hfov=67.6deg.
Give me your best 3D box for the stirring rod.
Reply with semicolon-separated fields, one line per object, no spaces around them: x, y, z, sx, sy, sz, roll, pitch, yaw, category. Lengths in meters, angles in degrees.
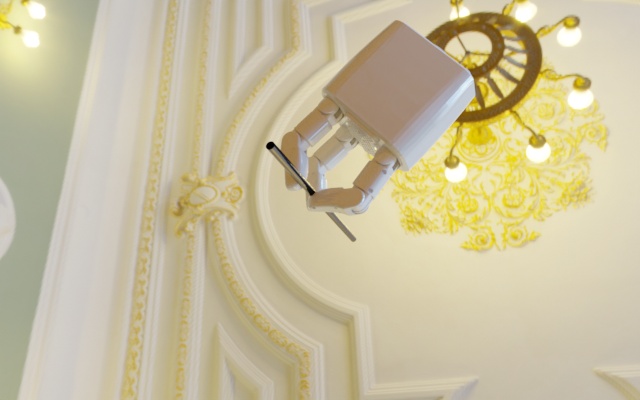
0.000;0.002;0.492;0.011;0.011;0.240;0;-23;22;stirring rod
